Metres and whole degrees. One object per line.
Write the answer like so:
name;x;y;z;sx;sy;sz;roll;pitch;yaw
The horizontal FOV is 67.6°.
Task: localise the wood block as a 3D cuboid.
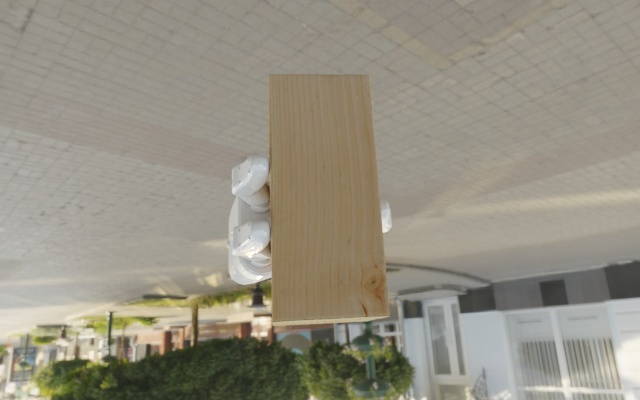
wood block;0.000;0.002;0.423;0.091;0.206;0.090;-1;-16;-6
